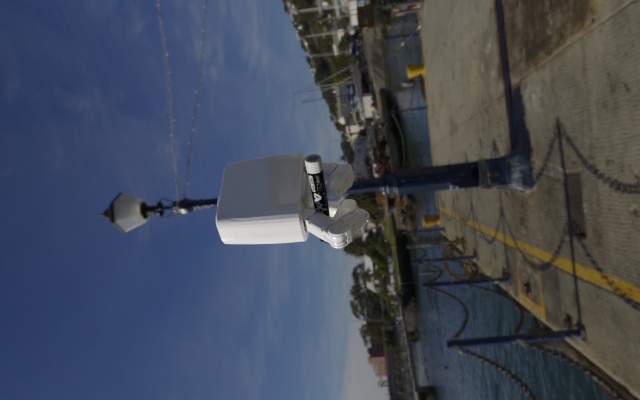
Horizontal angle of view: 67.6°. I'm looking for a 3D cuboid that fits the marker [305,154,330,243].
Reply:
[{"bbox_3d":[0.000,0.002,0.567,0.020,0.121,0.020,-7,34,5],"label":"marker"}]
